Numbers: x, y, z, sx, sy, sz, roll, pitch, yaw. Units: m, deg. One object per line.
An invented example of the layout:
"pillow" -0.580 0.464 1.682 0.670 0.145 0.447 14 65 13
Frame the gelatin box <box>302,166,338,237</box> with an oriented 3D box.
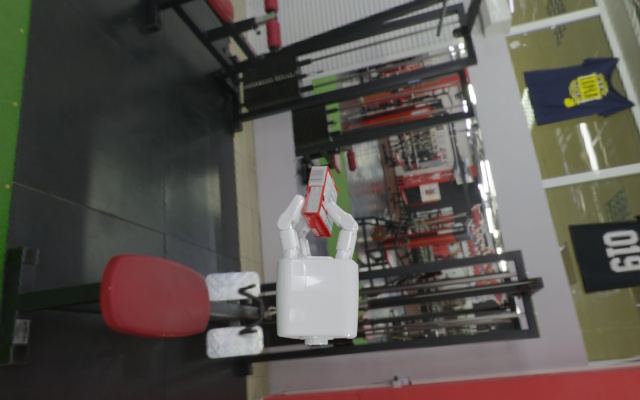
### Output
"gelatin box" 0.001 0.002 0.742 0.030 0.089 0.073 1 -31 18
